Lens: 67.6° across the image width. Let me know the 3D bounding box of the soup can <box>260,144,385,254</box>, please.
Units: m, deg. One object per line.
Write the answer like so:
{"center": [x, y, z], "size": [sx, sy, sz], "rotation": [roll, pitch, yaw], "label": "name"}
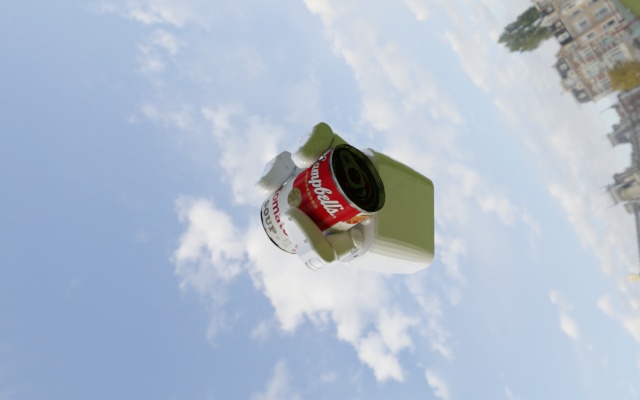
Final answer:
{"center": [0.000, 0.002, 0.446], "size": [0.102, 0.068, 0.068], "rotation": [-32, -21, 37], "label": "soup can"}
